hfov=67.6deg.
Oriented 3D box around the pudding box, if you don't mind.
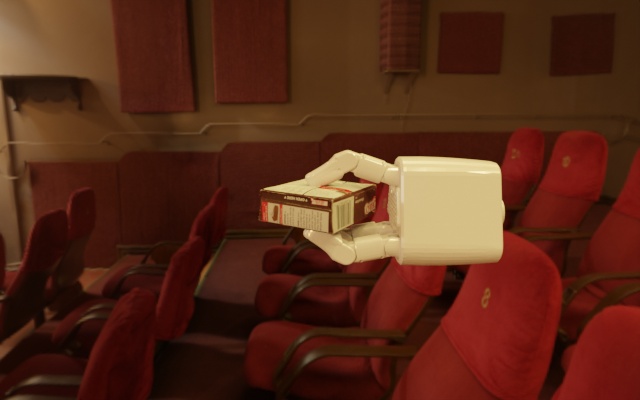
[{"bbox_3d":[0.000,0.002,0.527,0.090,0.039,0.113,7,12,28],"label":"pudding box"}]
